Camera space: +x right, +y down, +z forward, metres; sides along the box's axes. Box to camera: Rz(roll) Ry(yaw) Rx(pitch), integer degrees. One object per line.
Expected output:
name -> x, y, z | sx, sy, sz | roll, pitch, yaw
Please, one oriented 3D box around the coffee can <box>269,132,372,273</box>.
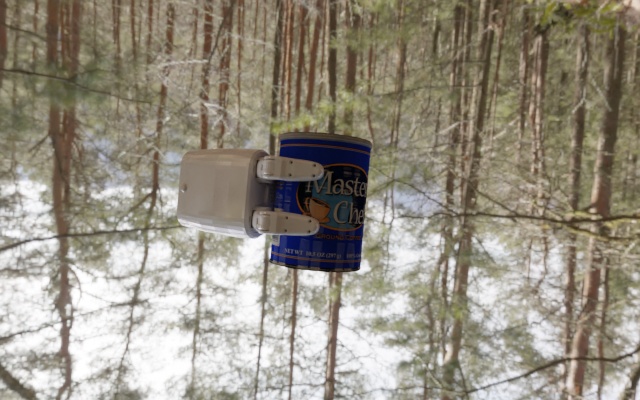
coffee can -> 0.000, 0.002, 0.529 | 0.103, 0.140, 0.103 | 5, 0, 0
